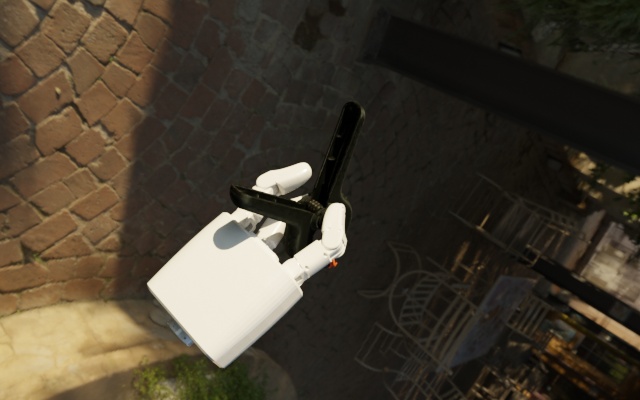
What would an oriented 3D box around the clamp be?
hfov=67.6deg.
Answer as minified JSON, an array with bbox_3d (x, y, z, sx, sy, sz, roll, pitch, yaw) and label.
[{"bbox_3d":[0.001,0.003,0.525,0.036,0.164,0.210,37,-19,34],"label":"clamp"}]
